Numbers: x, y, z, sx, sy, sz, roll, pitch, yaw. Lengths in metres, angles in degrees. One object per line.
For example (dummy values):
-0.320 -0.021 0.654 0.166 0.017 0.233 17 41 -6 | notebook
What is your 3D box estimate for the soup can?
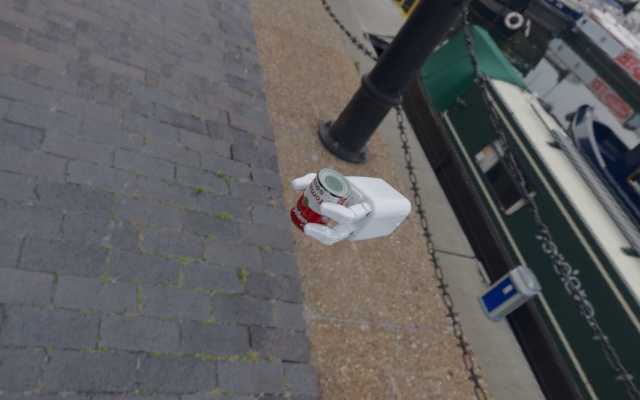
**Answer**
0.000 0.002 0.824 0.068 0.068 0.102 0 -40 -40 | soup can
